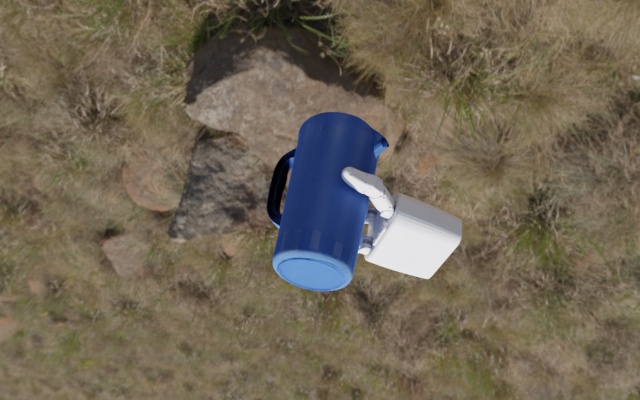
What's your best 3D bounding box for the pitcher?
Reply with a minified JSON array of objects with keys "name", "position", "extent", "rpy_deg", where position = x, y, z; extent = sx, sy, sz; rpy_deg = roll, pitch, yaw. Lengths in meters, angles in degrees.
[{"name":"pitcher","position":[0.000,0.002,0.694],"extent":[0.145,0.242,0.149],"rpy_deg":[21,-35,-11]}]
